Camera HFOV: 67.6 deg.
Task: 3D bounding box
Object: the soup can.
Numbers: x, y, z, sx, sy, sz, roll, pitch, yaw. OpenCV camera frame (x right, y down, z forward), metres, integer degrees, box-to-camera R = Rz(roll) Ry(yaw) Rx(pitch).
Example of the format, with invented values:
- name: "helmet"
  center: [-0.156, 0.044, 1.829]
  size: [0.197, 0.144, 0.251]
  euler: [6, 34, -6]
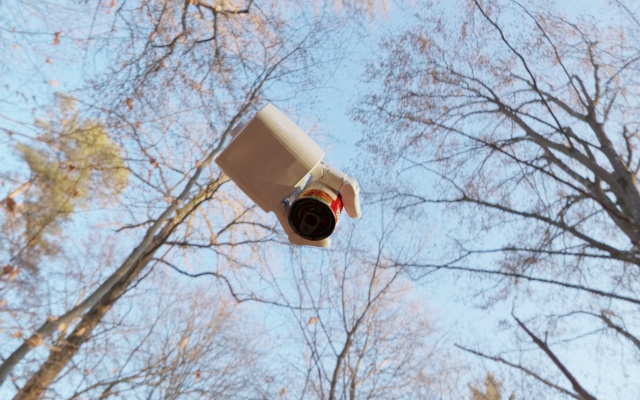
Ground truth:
- name: "soup can"
  center: [0.001, 0.002, 0.682]
  size: [0.068, 0.068, 0.102]
  euler: [0, 28, 16]
